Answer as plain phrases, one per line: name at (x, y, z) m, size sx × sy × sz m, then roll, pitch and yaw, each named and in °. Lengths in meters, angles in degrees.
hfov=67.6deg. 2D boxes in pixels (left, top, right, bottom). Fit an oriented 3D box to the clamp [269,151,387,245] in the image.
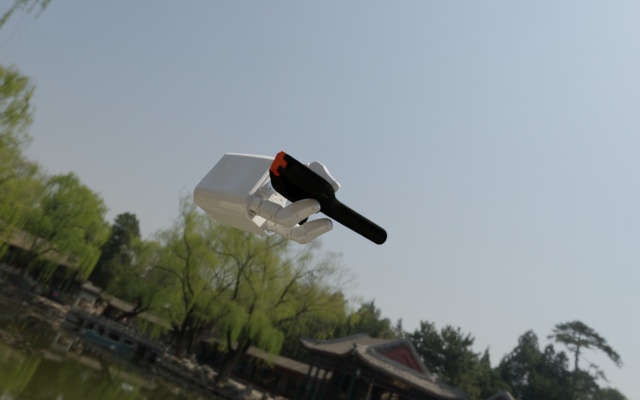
clamp at (0.000, 0.001, 0.678) m, size 0.164 × 0.036 × 0.210 m, roll 12°, pitch -23°, yaw 29°
